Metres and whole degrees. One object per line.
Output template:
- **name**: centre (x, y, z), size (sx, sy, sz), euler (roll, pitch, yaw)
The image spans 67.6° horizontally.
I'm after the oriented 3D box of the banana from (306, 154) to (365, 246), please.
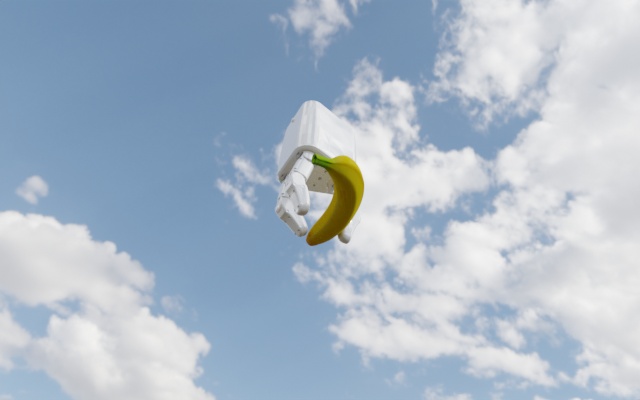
- **banana**: centre (0.019, 0.001, 0.616), size (0.069, 0.037, 0.198), euler (3, -36, -2)
